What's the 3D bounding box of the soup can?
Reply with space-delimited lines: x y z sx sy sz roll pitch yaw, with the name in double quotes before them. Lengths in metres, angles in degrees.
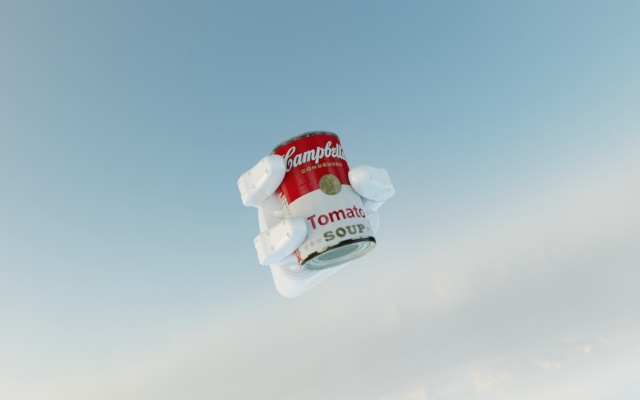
"soup can" 0.000 0.001 0.407 0.068 0.102 0.068 -16 -20 -6
